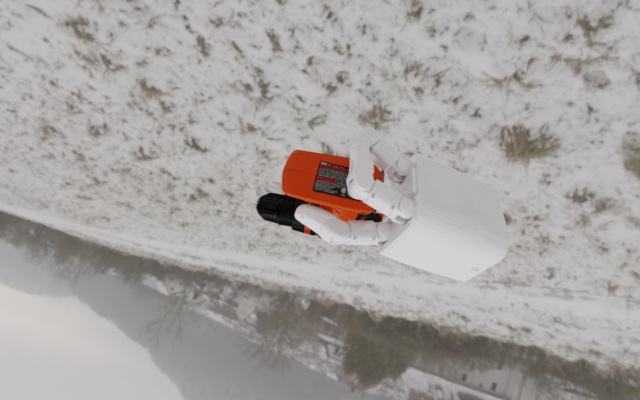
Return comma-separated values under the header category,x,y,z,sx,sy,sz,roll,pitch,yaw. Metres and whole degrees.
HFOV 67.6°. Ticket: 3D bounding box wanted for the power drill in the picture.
category,x,y,z,sx,sy,sz,roll,pitch,yaw
power drill,0.000,0.002,0.583,0.184,0.057,0.188,10,-16,5
